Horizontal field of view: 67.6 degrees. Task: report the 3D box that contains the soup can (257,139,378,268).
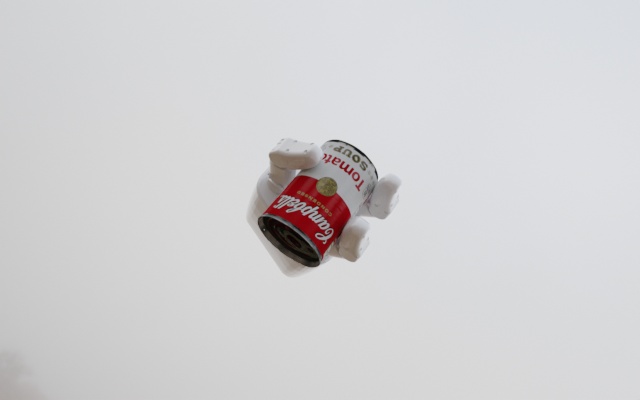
[{"bbox_3d":[0.000,0.001,0.440,0.068,0.102,0.068,30,-27,17],"label":"soup can"}]
